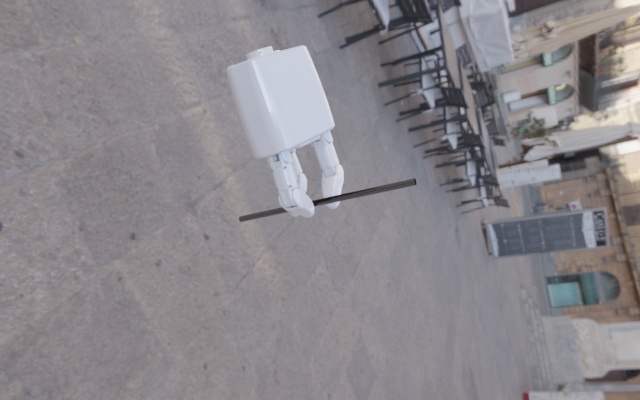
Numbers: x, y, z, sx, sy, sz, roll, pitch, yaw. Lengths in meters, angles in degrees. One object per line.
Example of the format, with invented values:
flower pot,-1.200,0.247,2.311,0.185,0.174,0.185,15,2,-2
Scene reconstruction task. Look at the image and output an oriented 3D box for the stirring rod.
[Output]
stirring rod,0.000,0.002,0.587,0.239,0.011,0.011,-12,-5,25
